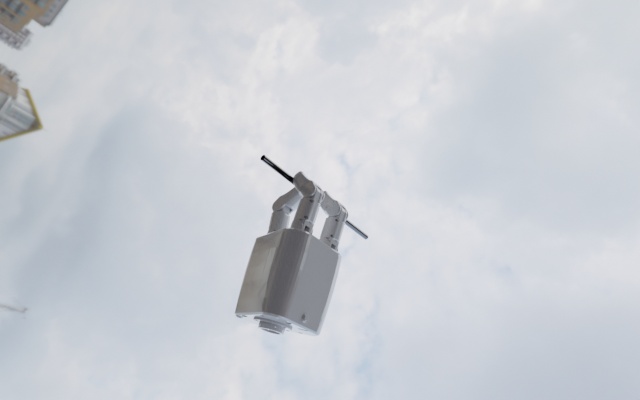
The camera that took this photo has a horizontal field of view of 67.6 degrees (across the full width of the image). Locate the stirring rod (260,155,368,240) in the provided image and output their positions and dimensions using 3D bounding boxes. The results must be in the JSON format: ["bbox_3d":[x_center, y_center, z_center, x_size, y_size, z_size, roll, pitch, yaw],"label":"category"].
[{"bbox_3d":[0.000,0.002,0.672,0.011,0.011,0.240,0,-28,42],"label":"stirring rod"}]
